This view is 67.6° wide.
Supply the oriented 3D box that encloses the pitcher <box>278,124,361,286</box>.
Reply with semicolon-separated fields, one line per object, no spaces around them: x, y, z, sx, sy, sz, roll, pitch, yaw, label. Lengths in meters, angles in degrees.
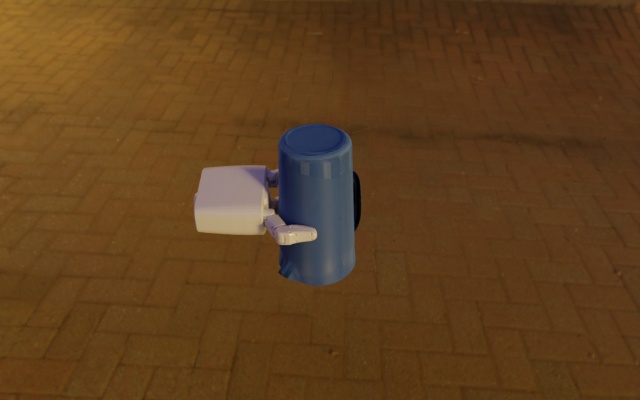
0.000;0.003;0.765;0.145;0.243;0.149;0;36;0;pitcher
